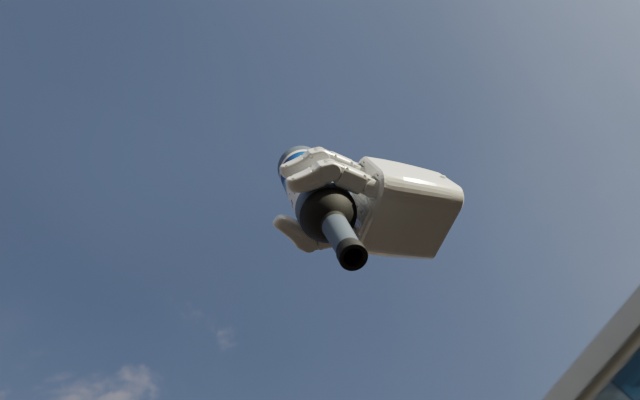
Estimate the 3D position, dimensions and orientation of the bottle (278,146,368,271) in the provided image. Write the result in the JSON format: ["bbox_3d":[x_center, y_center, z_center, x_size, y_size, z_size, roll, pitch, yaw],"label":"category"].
[{"bbox_3d":[0.000,0.002,0.563,0.069,0.069,0.295,0,20,-12],"label":"bottle"}]
